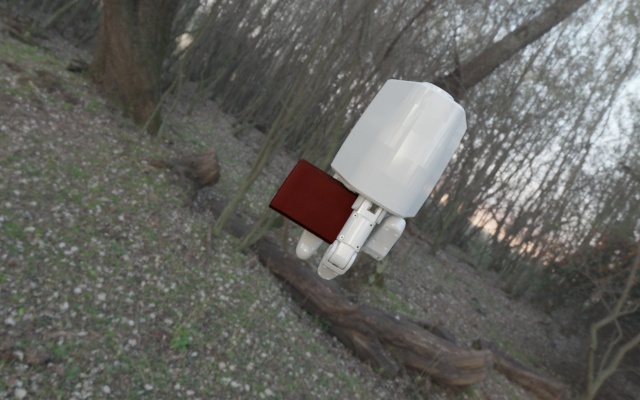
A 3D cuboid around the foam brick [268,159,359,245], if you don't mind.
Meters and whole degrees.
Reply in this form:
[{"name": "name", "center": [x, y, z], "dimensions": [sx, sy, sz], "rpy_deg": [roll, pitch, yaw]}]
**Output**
[{"name": "foam brick", "center": [0.000, 0.001, 0.454], "dimensions": [0.078, 0.051, 0.053], "rpy_deg": [31, 9, -1]}]
